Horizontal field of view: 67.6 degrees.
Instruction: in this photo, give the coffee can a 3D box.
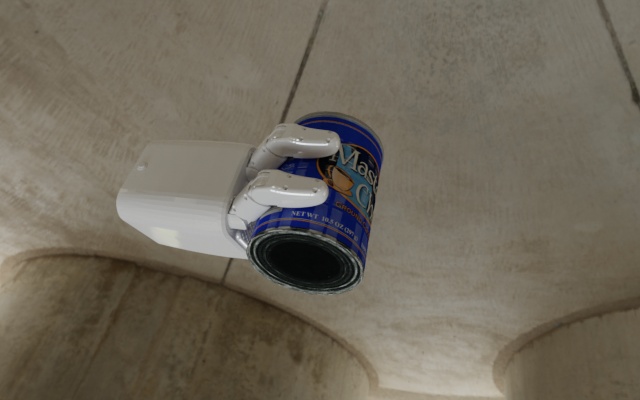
[{"bbox_3d":[0.000,0.001,0.447,0.103,0.140,0.103,9,-38,7],"label":"coffee can"}]
